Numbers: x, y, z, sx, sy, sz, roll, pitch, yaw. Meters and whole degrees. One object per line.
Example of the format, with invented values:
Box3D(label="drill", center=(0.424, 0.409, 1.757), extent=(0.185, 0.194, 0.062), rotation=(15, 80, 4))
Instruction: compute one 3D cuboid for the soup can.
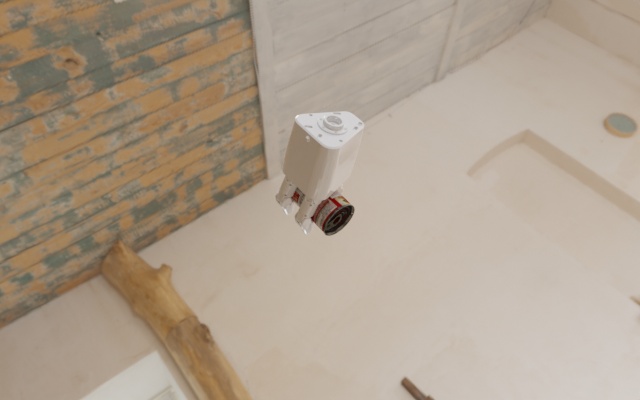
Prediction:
Box3D(label="soup can", center=(0.000, 0.003, 0.826), extent=(0.102, 0.068, 0.068), rotation=(44, 24, 27))
